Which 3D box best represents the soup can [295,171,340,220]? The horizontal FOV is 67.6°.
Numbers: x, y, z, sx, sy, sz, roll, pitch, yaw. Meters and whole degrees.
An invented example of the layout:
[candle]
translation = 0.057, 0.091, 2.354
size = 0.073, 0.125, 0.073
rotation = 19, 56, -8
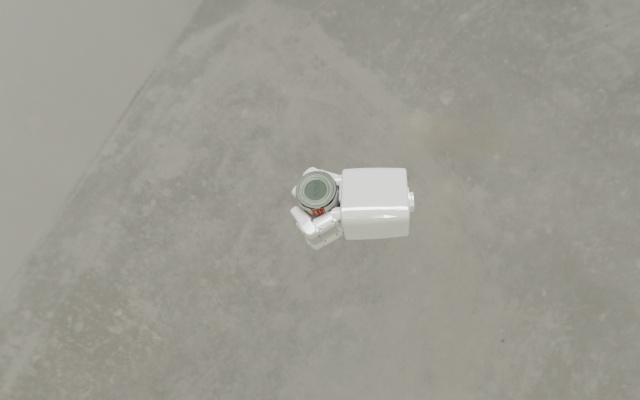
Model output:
[soup can]
translation = 0.000, 0.002, 0.789
size = 0.068, 0.068, 0.102
rotation = 0, -23, 9
